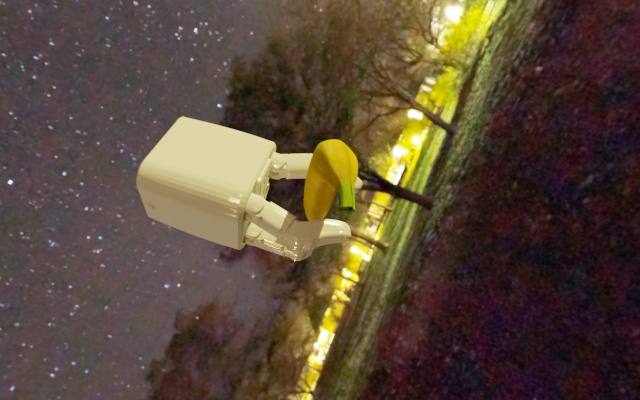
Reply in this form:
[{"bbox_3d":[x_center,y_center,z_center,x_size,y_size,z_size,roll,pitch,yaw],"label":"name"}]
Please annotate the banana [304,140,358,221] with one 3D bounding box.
[{"bbox_3d":[0.004,-0.017,0.450,0.037,0.069,0.198,13,-6,-5],"label":"banana"}]
